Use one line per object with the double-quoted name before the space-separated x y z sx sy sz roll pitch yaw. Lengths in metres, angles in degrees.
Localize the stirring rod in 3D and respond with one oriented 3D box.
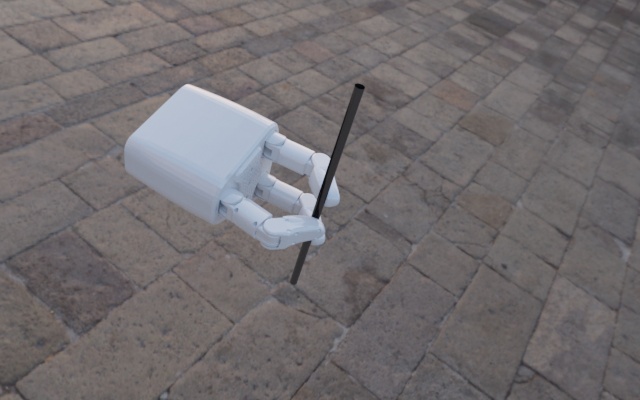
"stirring rod" 0.000 0.001 0.432 0.011 0.240 0.011 10 42 -9
